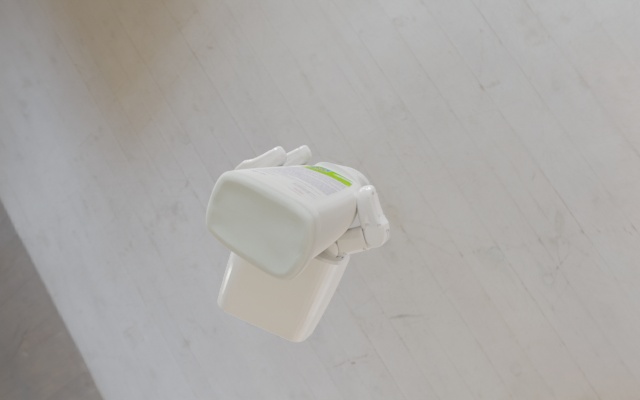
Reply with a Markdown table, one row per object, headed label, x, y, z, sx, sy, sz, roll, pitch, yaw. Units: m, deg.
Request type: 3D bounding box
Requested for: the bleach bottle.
| label | x | y | z | sx | sy | sz | roll | pitch | yaw |
| --- | --- | --- | --- | --- | --- | --- | --- | --- | --- |
| bleach bottle | 0.000 | 0.002 | 0.484 | 0.102 | 0.068 | 0.251 | 29 | 19 | 19 |
